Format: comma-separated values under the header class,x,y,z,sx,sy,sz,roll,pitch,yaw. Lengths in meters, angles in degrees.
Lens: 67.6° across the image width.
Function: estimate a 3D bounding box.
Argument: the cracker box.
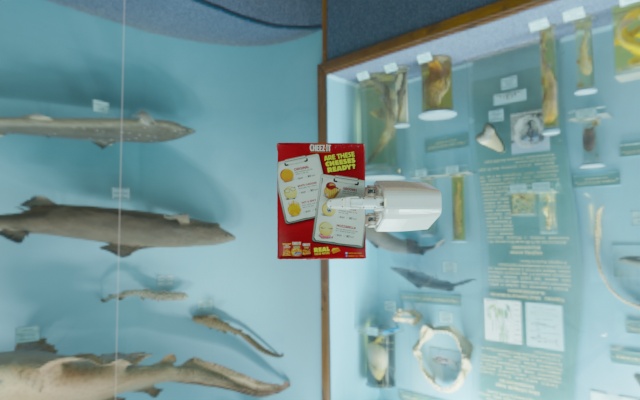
class,x,y,z,sx,sy,sz,roll,pitch,yaw
cracker box,0.000,0.003,0.897,0.164,0.213,0.072,0,-5,-5
